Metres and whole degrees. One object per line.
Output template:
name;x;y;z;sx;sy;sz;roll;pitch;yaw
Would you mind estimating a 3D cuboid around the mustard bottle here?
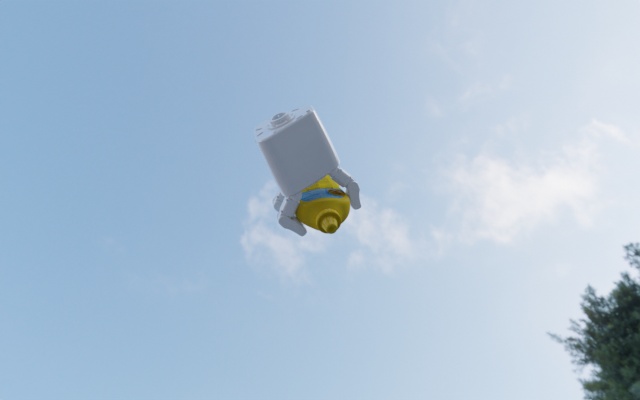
mustard bottle;0.000;0.003;0.828;0.096;0.058;0.191;-4;26;-10
